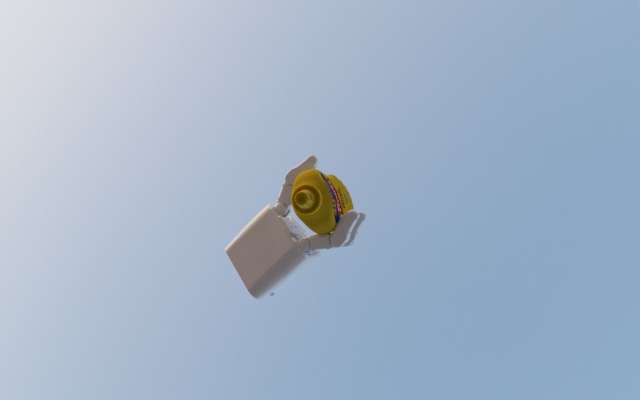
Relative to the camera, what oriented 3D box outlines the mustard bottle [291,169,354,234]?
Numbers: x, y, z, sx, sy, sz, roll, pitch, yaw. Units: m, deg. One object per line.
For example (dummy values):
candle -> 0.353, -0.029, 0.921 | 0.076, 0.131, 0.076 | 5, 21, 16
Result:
mustard bottle -> 0.000, 0.002, 0.711 | 0.058, 0.096, 0.191 | -18, -7, 15
